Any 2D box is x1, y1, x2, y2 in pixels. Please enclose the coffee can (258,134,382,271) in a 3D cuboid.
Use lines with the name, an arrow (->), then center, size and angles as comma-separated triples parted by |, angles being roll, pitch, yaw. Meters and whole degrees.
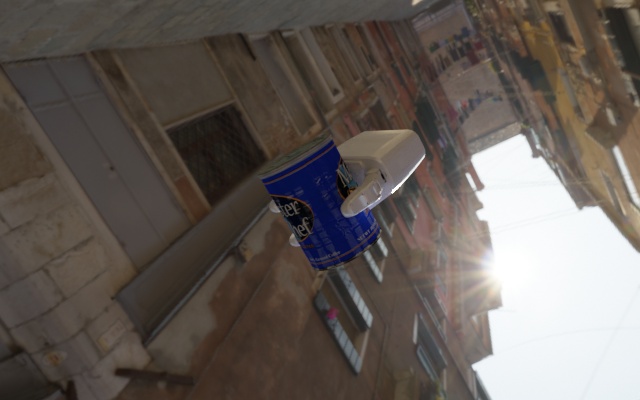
coffee can -> 0.000, 0.002, 0.600 | 0.103, 0.140, 0.102 | -28, 12, 6
